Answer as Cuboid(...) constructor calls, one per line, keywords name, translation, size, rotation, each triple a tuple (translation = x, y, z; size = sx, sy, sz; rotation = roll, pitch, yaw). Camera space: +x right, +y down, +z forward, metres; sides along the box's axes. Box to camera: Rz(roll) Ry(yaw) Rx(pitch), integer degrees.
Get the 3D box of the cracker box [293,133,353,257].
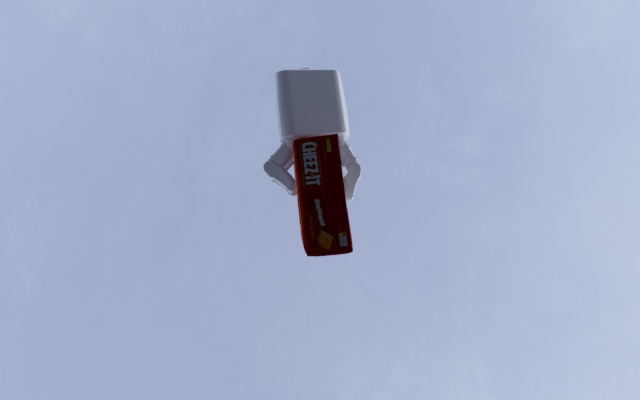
Cuboid(name="cracker box", translation=(0.000, 0.002, 0.741), size=(0.072, 0.164, 0.214), rotation=(-7, -5, -1))
